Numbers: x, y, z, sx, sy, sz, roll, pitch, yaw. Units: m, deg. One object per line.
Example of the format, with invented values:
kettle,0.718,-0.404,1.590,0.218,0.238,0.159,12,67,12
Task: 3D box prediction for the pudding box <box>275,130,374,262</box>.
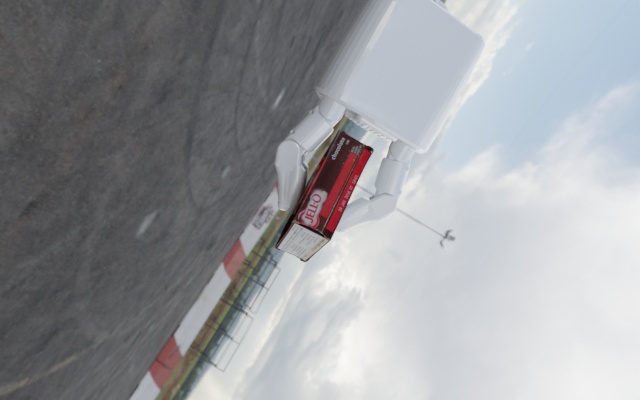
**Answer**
pudding box,0.000,0.001,0.426,0.039,0.090,0.113,28,-21,-1
